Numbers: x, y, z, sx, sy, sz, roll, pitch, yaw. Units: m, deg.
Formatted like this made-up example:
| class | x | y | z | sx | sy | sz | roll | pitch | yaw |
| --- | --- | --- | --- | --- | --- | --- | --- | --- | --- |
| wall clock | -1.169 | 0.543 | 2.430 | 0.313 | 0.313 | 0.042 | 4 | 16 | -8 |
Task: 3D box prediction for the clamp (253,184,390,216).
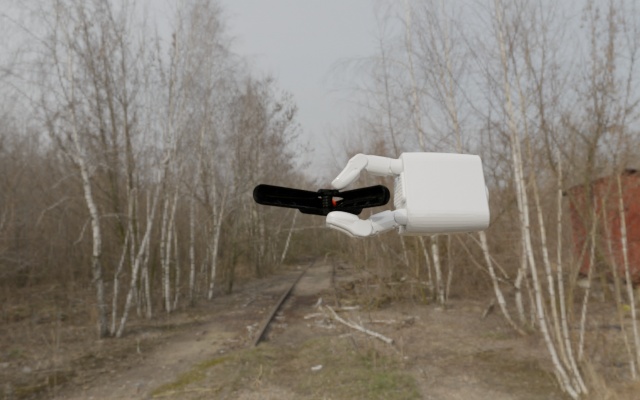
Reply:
| class | x | y | z | sx | sy | sz | roll | pitch | yaw |
| --- | --- | --- | --- | --- | --- | --- | --- | --- | --- |
| clamp | 0.000 | 0.002 | 0.656 | 0.164 | 0.036 | 0.210 | 2 | -6 | 0 |
